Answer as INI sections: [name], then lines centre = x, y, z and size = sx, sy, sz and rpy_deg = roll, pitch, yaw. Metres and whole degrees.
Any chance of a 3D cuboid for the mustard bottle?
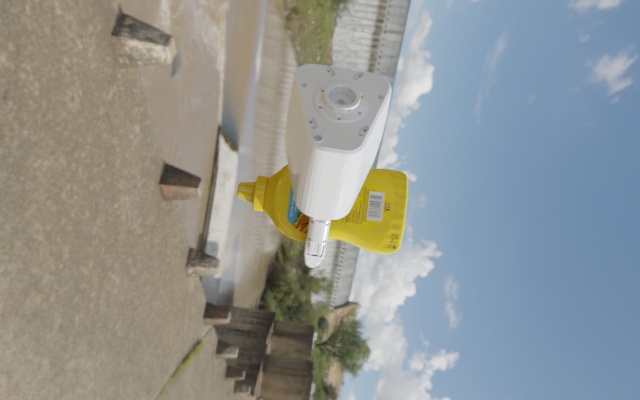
[mustard bottle]
centre = 0.000, 0.002, 0.551
size = 0.191, 0.096, 0.058
rpy_deg = 8, -9, -2
